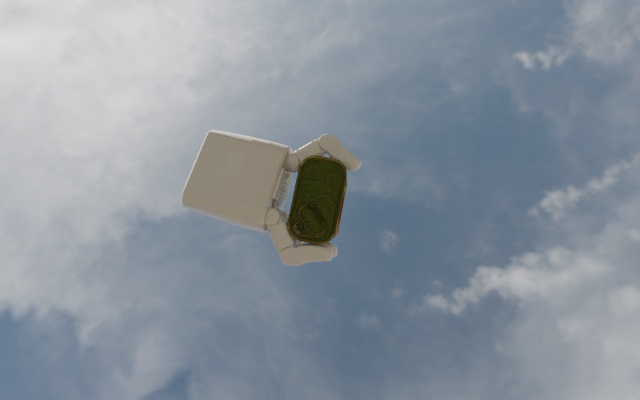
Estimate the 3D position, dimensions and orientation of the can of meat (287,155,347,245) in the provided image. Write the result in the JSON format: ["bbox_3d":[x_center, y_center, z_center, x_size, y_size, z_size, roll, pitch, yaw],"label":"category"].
[{"bbox_3d":[0.000,0.002,0.593,0.057,0.102,0.084,11,-3,7],"label":"can of meat"}]
